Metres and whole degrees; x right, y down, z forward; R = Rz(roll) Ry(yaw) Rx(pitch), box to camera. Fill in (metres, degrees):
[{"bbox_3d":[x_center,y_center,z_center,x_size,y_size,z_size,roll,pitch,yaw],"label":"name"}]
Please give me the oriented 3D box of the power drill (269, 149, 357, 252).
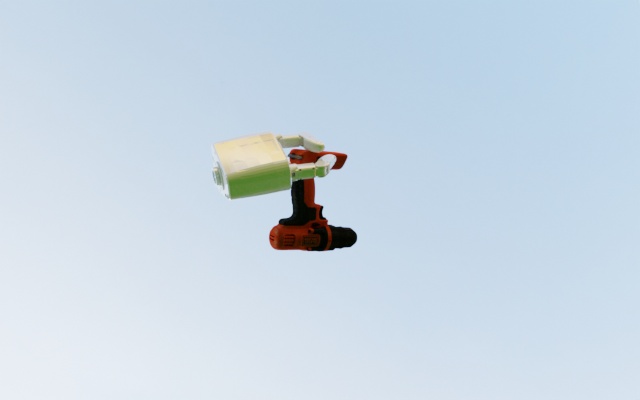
[{"bbox_3d":[0.000,0.002,0.876,0.184,0.187,0.057,2,7,-35],"label":"power drill"}]
